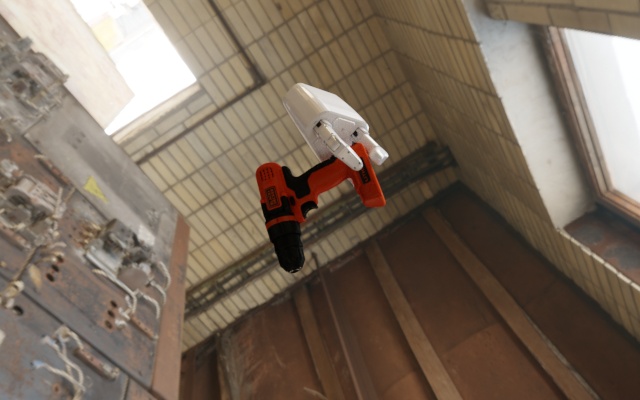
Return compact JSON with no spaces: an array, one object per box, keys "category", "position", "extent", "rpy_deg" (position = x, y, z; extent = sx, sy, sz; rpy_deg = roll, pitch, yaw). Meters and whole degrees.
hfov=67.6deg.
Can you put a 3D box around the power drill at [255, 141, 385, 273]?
[{"category":"power drill","position":[0.000,0.002,0.737],"extent":[0.187,0.184,0.057],"rpy_deg":[-19,-20,5]}]
